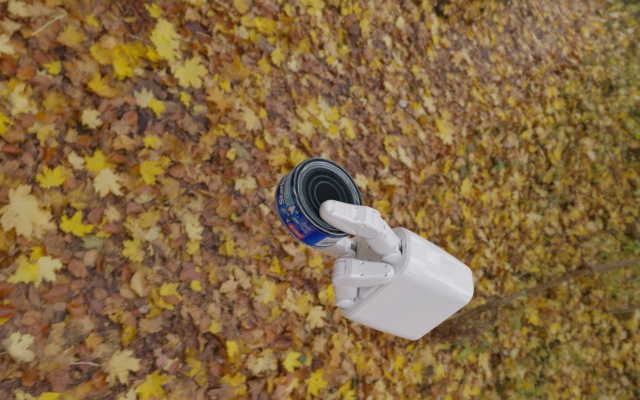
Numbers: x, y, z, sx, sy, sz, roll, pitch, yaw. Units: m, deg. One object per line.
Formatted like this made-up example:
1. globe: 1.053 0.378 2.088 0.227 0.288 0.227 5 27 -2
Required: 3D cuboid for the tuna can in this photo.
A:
1. tuna can: 0.000 0.001 0.470 0.086 0.086 0.034 0 -24 -38
